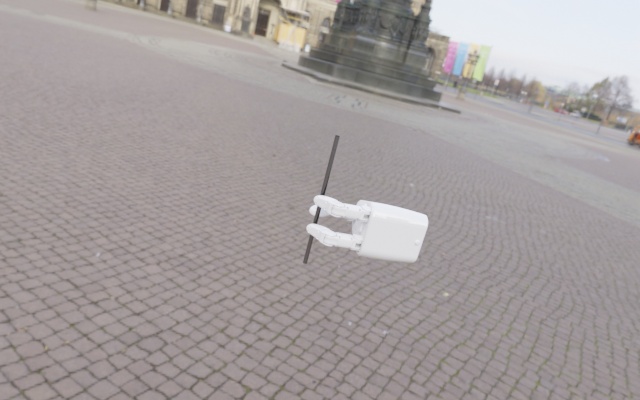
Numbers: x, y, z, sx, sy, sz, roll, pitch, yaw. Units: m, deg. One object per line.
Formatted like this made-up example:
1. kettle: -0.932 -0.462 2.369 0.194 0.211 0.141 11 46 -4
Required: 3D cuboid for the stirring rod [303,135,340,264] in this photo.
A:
1. stirring rod: 0.000 0.003 0.838 0.011 0.239 0.011 13 17 -4
